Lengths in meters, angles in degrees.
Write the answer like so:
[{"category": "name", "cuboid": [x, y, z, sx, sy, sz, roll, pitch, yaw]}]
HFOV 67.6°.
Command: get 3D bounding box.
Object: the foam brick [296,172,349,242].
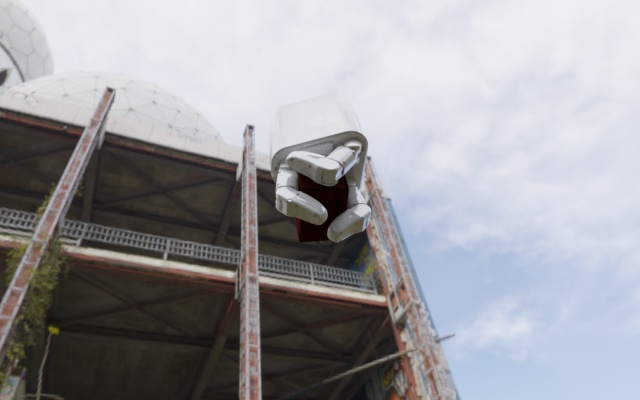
[{"category": "foam brick", "cuboid": [0.000, 0.002, 0.545, 0.053, 0.078, 0.051, -2, 40, -9]}]
